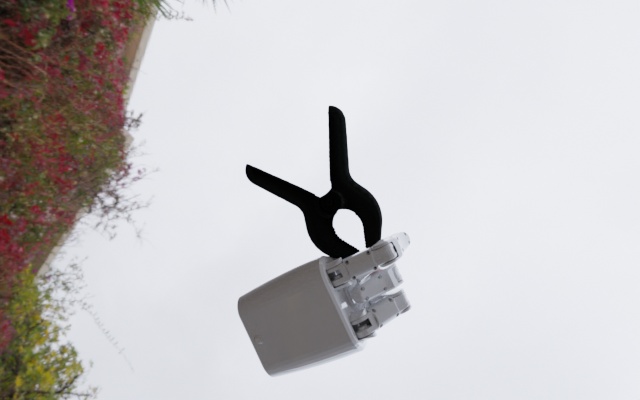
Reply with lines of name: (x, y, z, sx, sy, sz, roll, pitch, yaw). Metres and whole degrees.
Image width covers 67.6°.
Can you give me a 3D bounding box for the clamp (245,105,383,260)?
clamp: (0.000, 0.002, 0.495, 0.120, 0.171, 0.039, -26, -6, 15)
